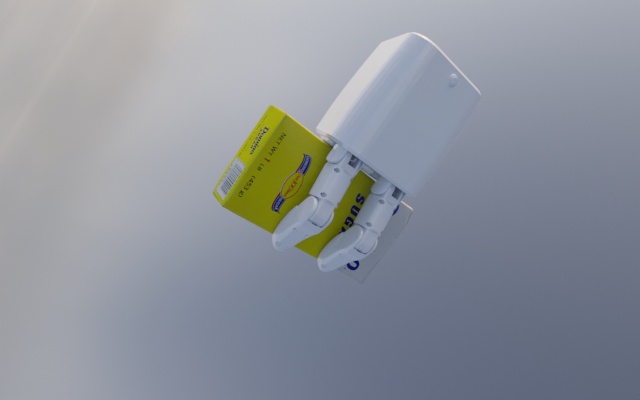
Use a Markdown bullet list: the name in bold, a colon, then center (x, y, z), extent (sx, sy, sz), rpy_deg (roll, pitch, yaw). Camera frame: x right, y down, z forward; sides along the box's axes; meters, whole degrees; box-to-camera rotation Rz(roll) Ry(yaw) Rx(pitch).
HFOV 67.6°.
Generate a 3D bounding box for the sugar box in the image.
- **sugar box**: center (0.000, 0.001, 0.439), extent (0.176, 0.093, 0.048), rpy_deg (33, 5, -32)
